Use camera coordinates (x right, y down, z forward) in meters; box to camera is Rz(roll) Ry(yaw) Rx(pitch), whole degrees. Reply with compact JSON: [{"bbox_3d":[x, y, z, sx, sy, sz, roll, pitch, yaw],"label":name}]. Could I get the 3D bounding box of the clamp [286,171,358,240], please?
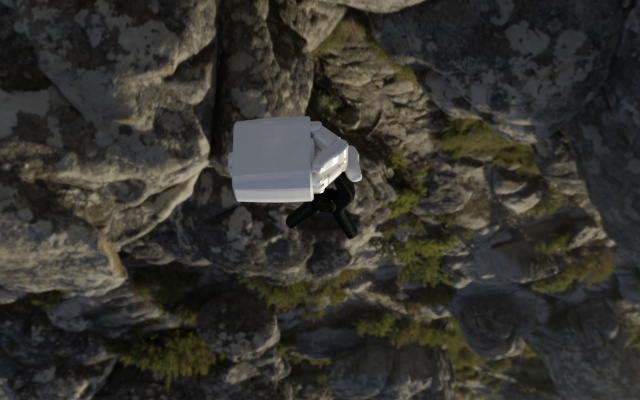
[{"bbox_3d":[0.000,0.003,0.749,0.120,0.039,0.172,0,-42,2],"label":"clamp"}]
